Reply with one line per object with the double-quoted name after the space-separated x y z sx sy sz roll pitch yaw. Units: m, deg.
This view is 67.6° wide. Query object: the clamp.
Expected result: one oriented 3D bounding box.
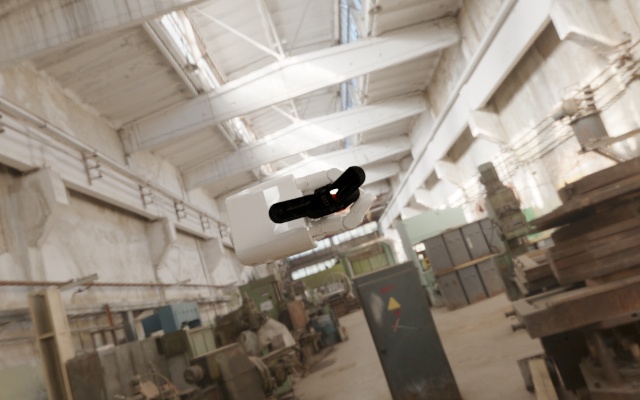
0.000 0.001 0.608 0.120 0.039 0.171 -19 -10 2 "clamp"
